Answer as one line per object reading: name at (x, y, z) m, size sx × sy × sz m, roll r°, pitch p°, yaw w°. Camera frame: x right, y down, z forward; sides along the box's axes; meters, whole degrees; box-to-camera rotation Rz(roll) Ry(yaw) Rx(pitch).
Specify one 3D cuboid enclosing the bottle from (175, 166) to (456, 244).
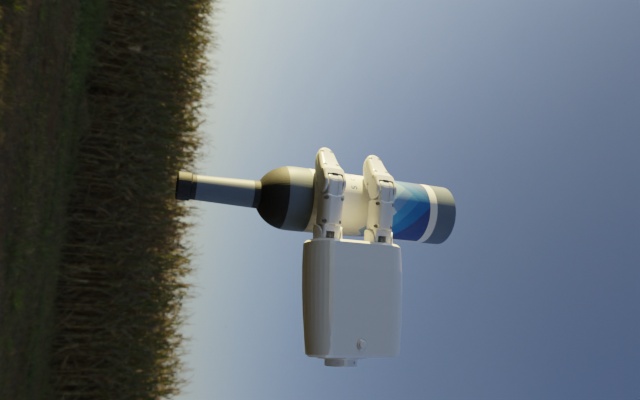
bottle at (0.000, 0.002, 0.506) m, size 0.296 × 0.069 × 0.069 m, roll 7°, pitch -2°, yaw -19°
